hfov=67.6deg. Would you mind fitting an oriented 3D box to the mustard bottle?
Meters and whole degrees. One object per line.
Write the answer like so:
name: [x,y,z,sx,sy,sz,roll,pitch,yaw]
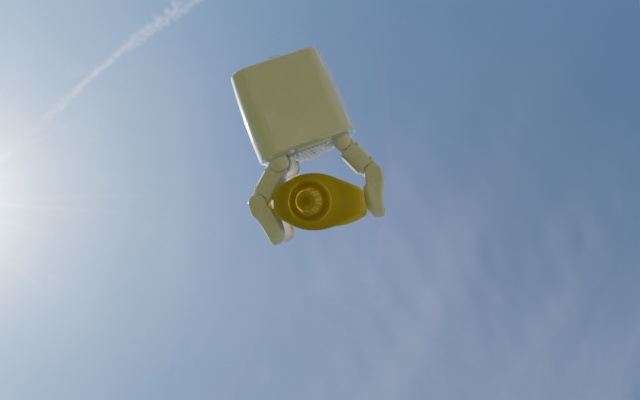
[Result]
mustard bottle: [0.000,0.002,0.526,0.096,0.058,0.191,2,-1,8]
